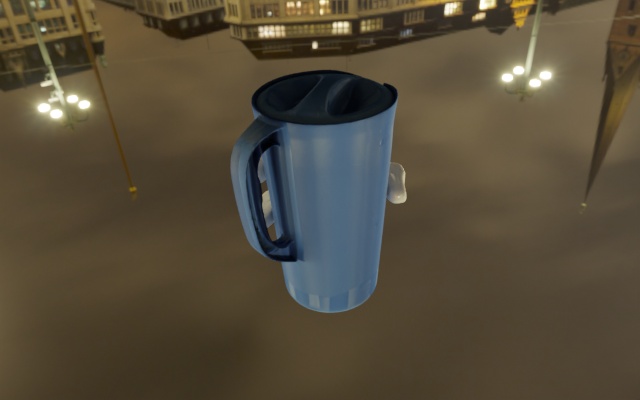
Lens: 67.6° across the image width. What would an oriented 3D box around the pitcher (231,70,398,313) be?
[{"bbox_3d":[0.000,0.002,0.493,0.149,0.243,0.145,-3,33,0],"label":"pitcher"}]
